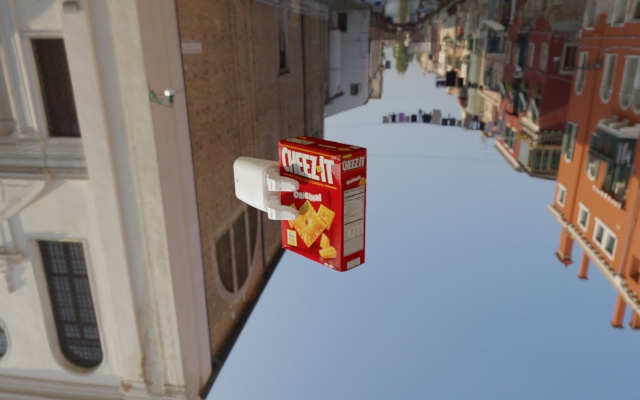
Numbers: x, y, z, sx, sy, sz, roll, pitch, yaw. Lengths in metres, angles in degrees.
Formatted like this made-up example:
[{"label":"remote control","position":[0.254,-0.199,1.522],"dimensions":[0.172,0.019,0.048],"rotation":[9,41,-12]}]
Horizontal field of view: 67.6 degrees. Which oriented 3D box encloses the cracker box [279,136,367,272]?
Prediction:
[{"label":"cracker box","position":[0.000,0.003,0.859],"dimensions":[0.072,0.214,0.164],"rotation":[-18,25,-40]}]
